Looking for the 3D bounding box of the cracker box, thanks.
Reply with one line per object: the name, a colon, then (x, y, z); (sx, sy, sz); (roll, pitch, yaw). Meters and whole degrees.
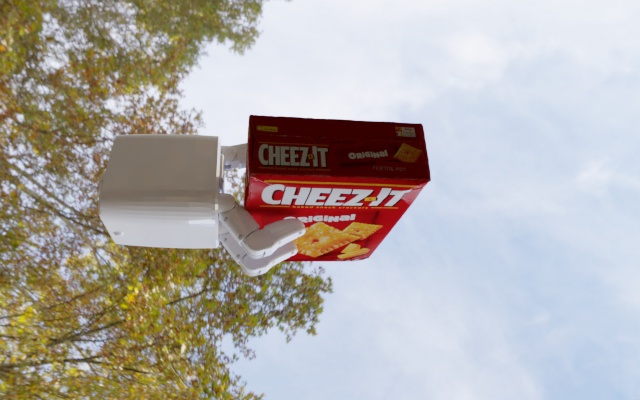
cracker box: (0.000, 0.002, 0.511); (0.164, 0.072, 0.214); (1, -26, -11)
